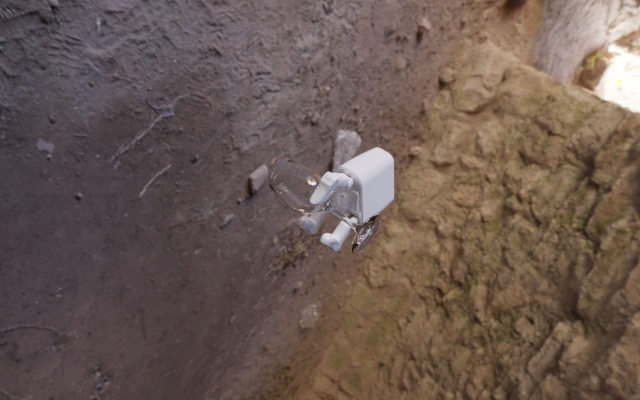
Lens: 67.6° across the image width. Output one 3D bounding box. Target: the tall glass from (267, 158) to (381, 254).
[{"bbox_3d":[0.001,0.003,0.804,0.201,0.079,0.079,35,17,25],"label":"tall glass"}]
